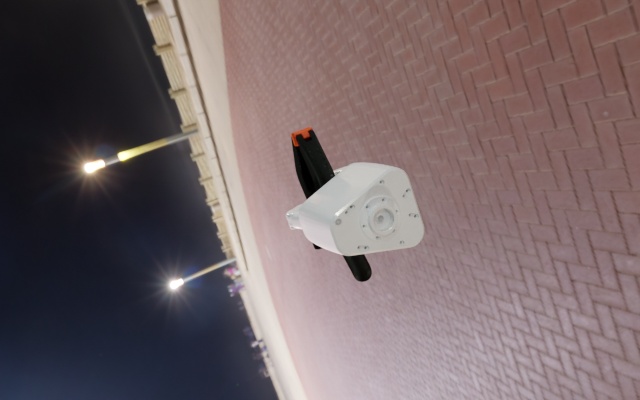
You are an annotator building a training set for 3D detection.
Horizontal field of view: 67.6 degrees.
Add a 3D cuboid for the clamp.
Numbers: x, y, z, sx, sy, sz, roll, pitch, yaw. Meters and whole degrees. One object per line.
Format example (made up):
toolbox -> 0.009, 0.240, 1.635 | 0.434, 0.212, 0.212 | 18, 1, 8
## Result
clamp -> -0.001, 0.002, 0.671 | 0.036, 0.210, 0.164 | -23, 12, -18
